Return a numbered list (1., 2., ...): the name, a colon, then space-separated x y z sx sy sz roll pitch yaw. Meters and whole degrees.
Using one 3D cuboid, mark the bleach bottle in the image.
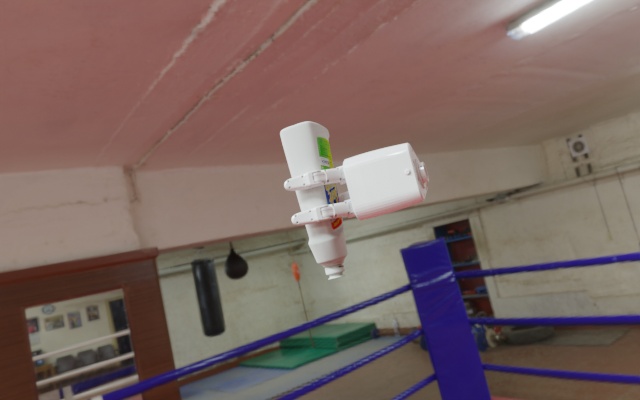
1. bleach bottle: 0.000 0.003 0.785 0.068 0.251 0.102 -16 -8 19
